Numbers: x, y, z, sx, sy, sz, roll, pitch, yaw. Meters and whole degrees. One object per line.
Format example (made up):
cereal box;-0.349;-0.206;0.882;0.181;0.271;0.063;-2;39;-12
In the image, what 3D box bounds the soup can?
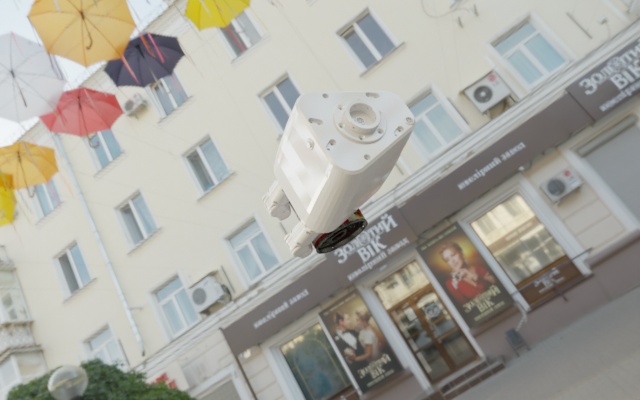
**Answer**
soup can;0.000;0.002;0.560;0.068;0.102;0.068;-28;-20;-11
